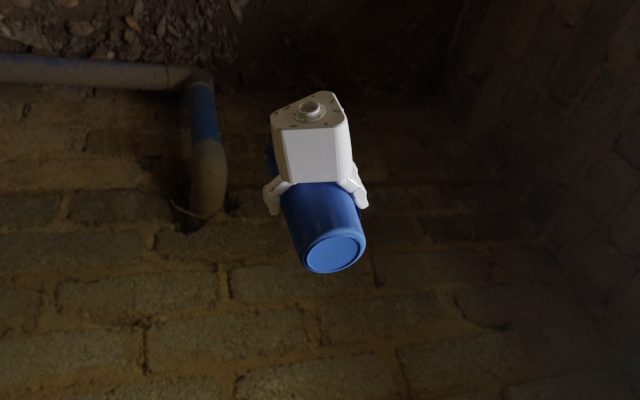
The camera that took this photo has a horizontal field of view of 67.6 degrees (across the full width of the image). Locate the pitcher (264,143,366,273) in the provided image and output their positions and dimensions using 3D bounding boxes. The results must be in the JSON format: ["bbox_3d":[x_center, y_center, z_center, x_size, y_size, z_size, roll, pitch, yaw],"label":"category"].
[{"bbox_3d":[0.000,0.003,0.822,0.149,0.242,0.145,-14,-43,-6],"label":"pitcher"}]
